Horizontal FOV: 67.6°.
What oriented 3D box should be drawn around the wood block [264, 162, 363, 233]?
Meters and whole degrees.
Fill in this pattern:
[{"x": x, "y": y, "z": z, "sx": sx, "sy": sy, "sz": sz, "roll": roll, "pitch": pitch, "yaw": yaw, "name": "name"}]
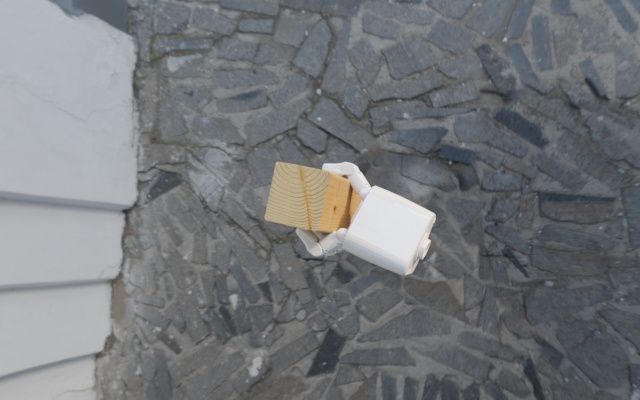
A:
[{"x": 0.001, "y": 0.002, "z": 0.786, "sx": 0.090, "sy": 0.091, "sz": 0.206, "roll": 12, "pitch": -1, "yaw": 21, "name": "wood block"}]
